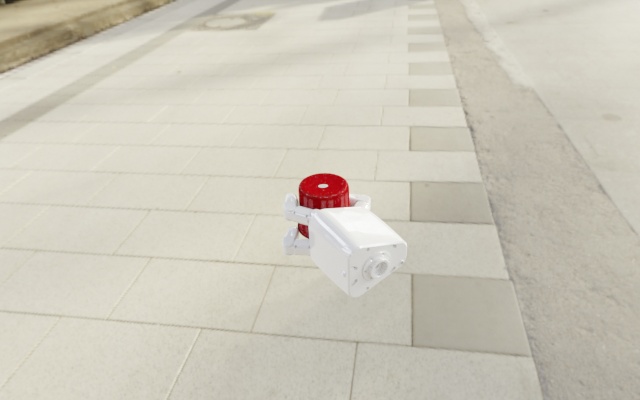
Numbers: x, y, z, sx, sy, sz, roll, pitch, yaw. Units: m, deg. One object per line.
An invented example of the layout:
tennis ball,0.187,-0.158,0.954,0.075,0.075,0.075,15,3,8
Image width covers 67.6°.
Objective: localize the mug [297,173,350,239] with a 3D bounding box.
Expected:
mug,-0.001,0.002,0.789,0.093,0.082,0.117,-19,36,-25
